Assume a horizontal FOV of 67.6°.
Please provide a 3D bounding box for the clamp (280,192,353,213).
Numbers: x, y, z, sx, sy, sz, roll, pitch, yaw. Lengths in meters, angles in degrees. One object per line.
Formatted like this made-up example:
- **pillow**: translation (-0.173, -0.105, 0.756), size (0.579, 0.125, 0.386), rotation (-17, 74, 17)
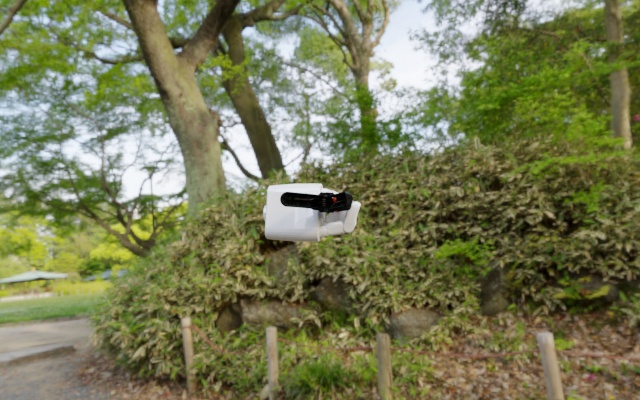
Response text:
- **clamp**: translation (0.000, 0.002, 0.839), size (0.120, 0.039, 0.171), rotation (7, -5, 7)
